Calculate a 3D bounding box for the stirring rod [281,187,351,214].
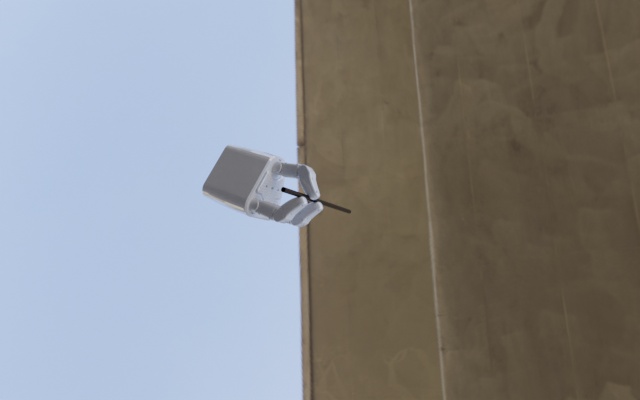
[{"bbox_3d":[0.000,0.003,0.801,0.011,0.011,0.239,0,-9,27],"label":"stirring rod"}]
